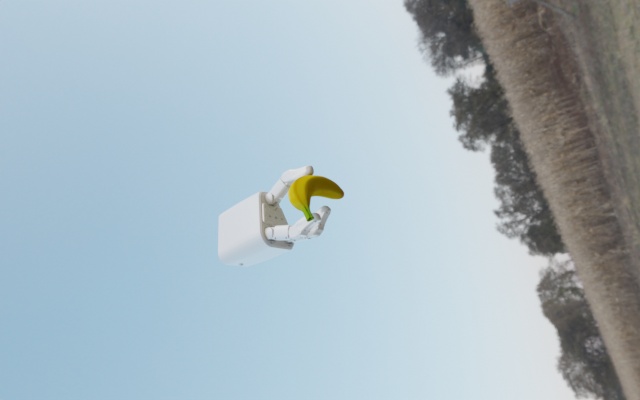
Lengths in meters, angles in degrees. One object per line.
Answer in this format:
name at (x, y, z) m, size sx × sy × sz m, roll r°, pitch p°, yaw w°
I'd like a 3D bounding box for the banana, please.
banana at (-0.011, -0.013, 0.807) m, size 0.037 × 0.069 × 0.197 m, roll -31°, pitch 1°, yaw 23°
